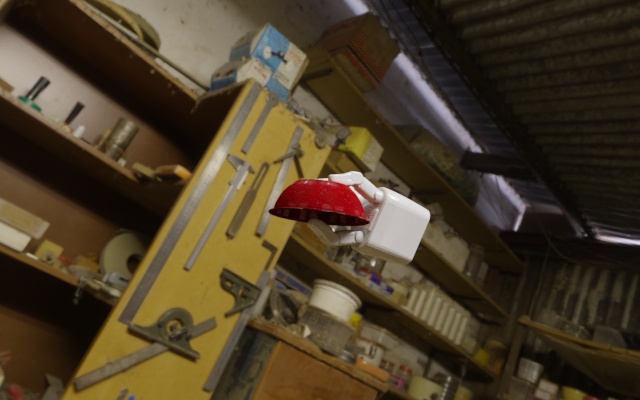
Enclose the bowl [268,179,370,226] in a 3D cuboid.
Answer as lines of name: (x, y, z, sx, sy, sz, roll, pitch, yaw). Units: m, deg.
bowl: (-0.001, 0.002, 0.760, 0.162, 0.055, 0.162, 6, -9, 1)
